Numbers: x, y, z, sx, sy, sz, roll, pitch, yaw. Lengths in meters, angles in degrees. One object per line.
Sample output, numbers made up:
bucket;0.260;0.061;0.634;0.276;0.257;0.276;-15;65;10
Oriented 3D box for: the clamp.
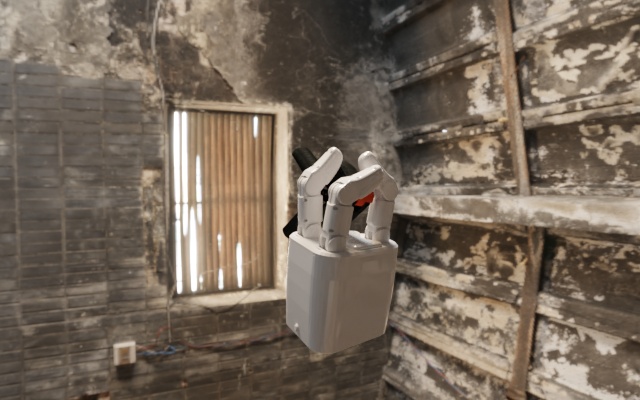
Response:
clamp;0.001;0.002;0.567;0.039;0.120;0.171;2;10;-27
